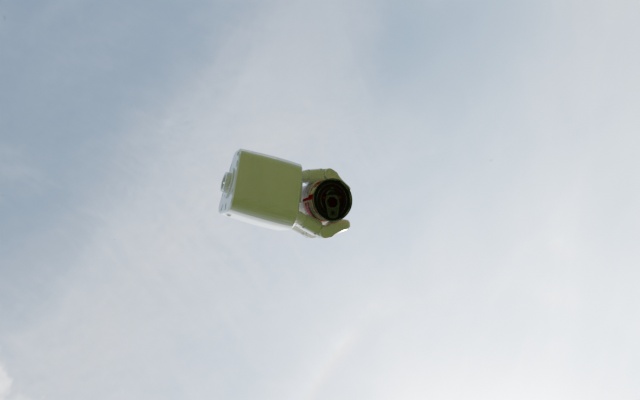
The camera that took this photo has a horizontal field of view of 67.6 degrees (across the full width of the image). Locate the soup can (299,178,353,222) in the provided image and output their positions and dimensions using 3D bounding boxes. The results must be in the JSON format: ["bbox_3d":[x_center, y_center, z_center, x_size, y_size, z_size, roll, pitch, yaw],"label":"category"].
[{"bbox_3d":[0.000,0.003,0.791,0.068,0.068,0.102,0,-4,-23],"label":"soup can"}]
